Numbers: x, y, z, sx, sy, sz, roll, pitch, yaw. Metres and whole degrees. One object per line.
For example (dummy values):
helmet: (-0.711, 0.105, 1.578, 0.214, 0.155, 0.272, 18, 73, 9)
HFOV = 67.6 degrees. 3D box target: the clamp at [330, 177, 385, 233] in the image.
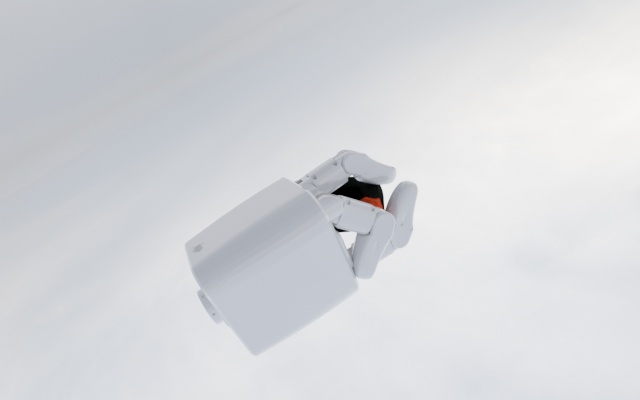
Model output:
clamp: (0.000, 0.002, 0.483, 0.120, 0.039, 0.171, -32, 21, -11)
